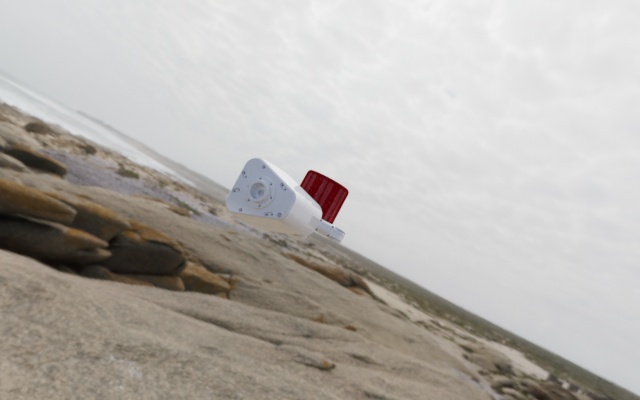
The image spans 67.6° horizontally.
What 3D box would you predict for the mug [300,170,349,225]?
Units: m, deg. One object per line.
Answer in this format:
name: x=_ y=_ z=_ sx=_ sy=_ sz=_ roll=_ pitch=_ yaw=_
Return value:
mug: x=0.001 y=0.003 z=0.834 sx=0.093 sy=0.081 sz=0.117 roll=27 pitch=-3 yaw=22
